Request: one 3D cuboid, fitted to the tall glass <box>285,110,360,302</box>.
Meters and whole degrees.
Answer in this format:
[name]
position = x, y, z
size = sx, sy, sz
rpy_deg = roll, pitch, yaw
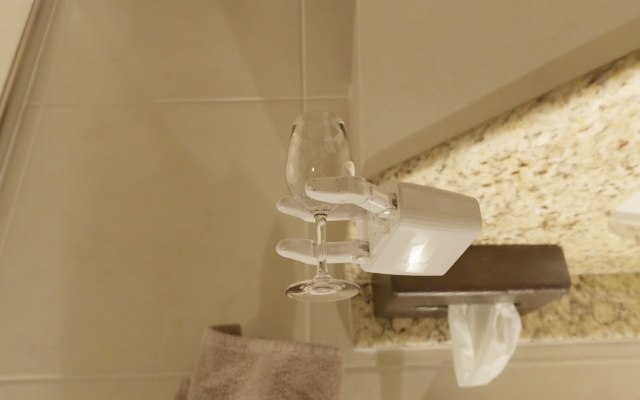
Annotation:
[tall glass]
position = 0.000, 0.002, 0.516
size = 0.079, 0.201, 0.079
rpy_deg = -2, -26, -1
